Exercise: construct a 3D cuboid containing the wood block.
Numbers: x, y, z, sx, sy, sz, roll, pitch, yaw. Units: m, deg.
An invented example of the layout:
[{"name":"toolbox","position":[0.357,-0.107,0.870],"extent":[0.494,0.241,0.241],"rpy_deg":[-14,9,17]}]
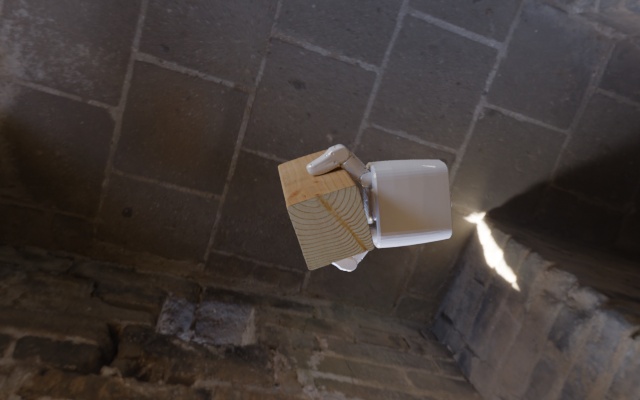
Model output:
[{"name":"wood block","position":[0.000,0.002,0.673],"extent":[0.090,0.091,0.206],"rpy_deg":[-18,19,-2]}]
